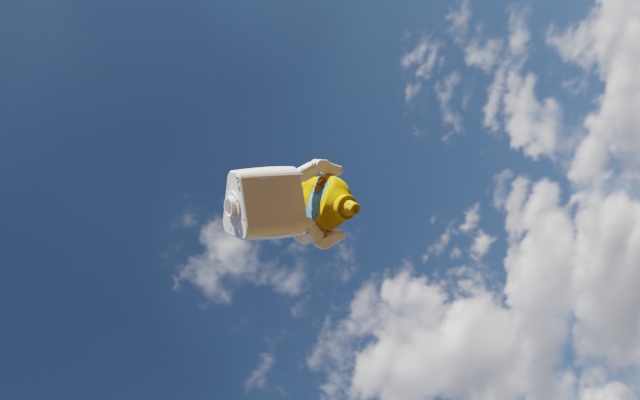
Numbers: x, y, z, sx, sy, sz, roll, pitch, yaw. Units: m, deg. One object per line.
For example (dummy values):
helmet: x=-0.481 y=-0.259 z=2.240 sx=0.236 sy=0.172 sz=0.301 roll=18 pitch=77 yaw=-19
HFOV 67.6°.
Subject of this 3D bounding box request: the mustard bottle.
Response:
mustard bottle: x=0.000 y=0.003 z=0.823 sx=0.058 sy=0.096 sz=0.191 roll=24 pitch=-8 yaw=-35
